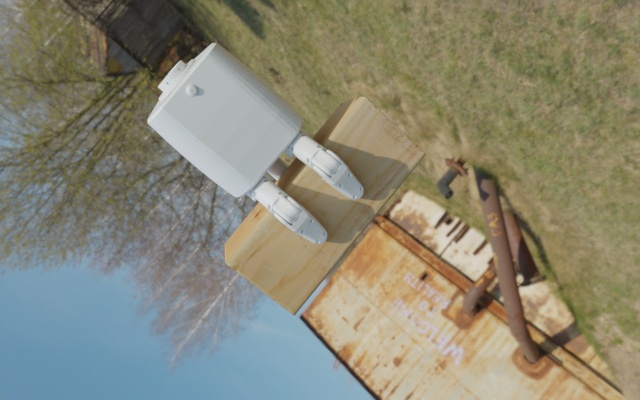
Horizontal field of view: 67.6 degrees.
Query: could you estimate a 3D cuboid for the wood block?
[{"bbox_3d":[0.000,0.001,0.502,0.090,0.206,0.091,40,-2,-14],"label":"wood block"}]
